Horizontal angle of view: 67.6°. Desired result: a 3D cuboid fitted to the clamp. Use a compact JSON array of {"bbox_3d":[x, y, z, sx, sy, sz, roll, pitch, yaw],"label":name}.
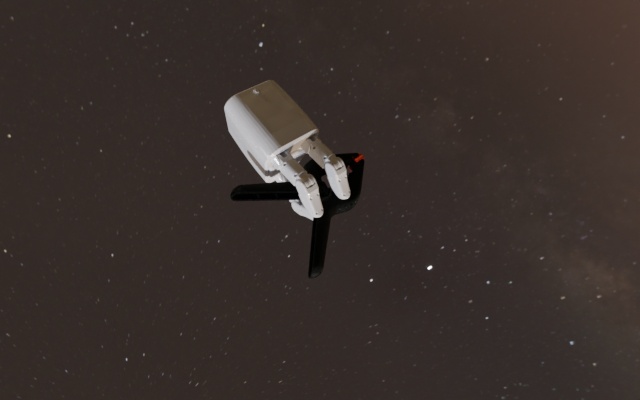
[{"bbox_3d":[0.000,0.002,0.688,0.210,0.164,0.036,-33,-11,-31],"label":"clamp"}]
